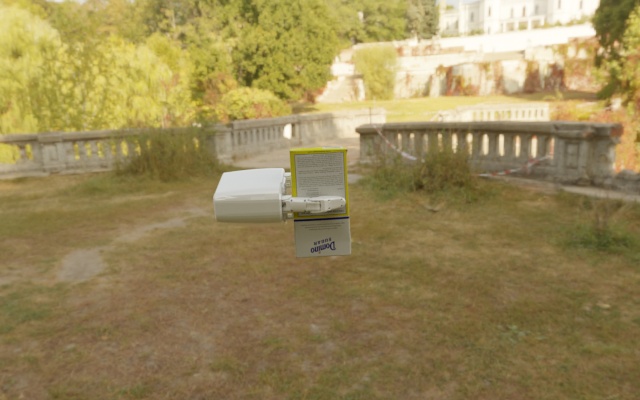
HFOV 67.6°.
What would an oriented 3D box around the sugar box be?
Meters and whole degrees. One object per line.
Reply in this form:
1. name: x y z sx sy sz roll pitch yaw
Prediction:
1. sugar box: 0.000 0.002 0.781 0.093 0.176 0.048 -2 12 -2
